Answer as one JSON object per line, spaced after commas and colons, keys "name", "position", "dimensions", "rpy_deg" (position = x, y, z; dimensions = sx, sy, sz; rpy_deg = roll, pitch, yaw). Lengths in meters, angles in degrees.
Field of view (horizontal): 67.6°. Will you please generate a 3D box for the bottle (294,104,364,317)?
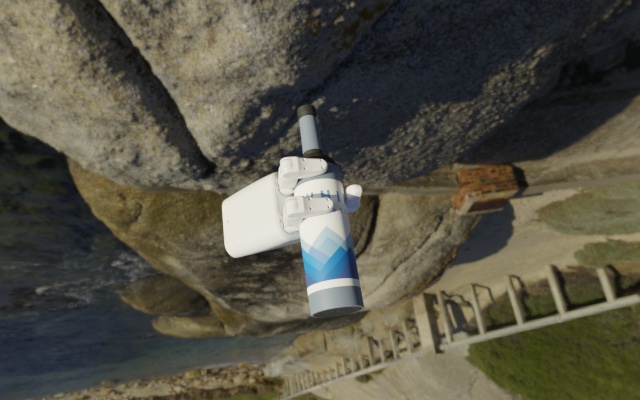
{"name": "bottle", "position": [0.000, 0.002, 0.641], "dimensions": [0.069, 0.295, 0.069], "rpy_deg": [-8, -22, -3]}
